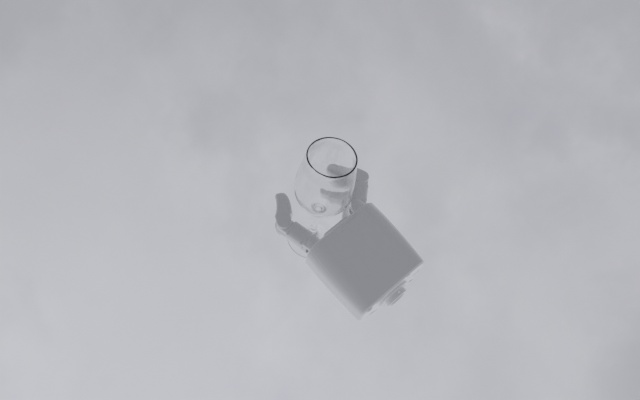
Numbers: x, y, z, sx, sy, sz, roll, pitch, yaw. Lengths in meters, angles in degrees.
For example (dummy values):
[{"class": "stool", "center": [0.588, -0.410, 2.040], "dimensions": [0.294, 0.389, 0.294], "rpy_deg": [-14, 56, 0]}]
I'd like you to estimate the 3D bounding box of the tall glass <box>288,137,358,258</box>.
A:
[{"class": "tall glass", "center": [0.000, 0.002, 0.644], "dimensions": [0.079, 0.079, 0.201], "rpy_deg": [0, -33, -9]}]
